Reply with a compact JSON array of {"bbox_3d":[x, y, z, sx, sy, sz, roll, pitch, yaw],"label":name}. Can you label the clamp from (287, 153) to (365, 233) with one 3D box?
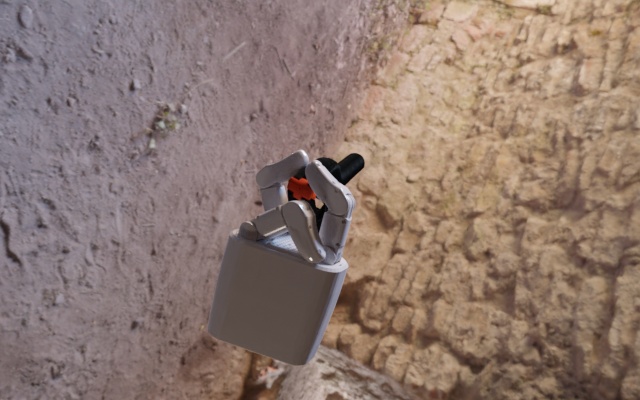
[{"bbox_3d":[0.001,0.002,0.542,0.039,0.120,0.171,21,12,20],"label":"clamp"}]
